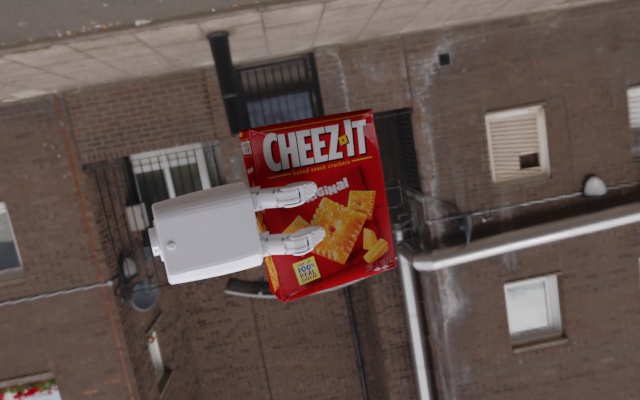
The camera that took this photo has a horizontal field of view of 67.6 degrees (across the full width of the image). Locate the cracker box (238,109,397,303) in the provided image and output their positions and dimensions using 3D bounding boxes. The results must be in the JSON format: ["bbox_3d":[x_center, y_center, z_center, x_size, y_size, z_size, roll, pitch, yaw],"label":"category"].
[{"bbox_3d":[0.000,0.002,0.609,0.164,0.214,0.072,-13,10,-19],"label":"cracker box"}]
